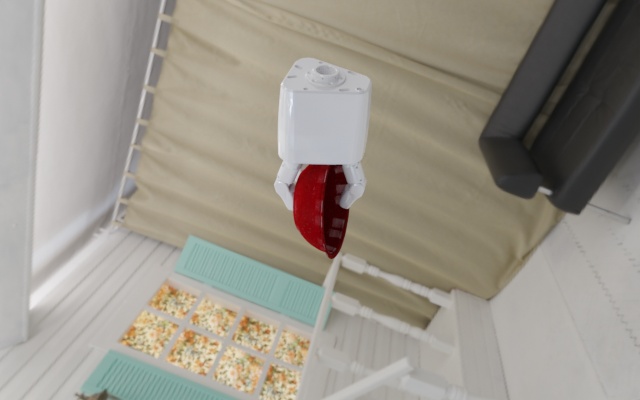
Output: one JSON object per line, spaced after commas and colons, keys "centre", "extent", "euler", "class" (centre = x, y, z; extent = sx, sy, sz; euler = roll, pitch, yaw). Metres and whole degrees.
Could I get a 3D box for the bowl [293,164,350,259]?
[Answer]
{"centre": [0.000, 0.003, 0.699], "extent": [0.055, 0.162, 0.162], "euler": [4, 1, 16], "class": "bowl"}
